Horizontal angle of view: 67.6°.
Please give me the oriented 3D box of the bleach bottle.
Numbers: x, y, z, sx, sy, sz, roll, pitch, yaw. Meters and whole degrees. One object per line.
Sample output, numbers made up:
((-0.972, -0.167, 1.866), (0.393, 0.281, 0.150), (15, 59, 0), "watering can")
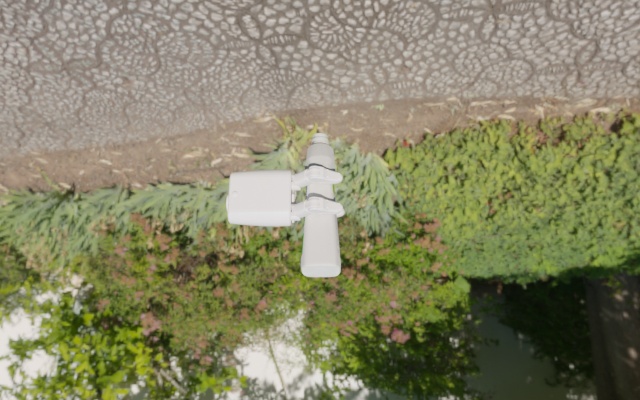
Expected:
((0.000, 0.003, 0.847), (0.068, 0.250, 0.103), (-1, -20, 1), "bleach bottle")
